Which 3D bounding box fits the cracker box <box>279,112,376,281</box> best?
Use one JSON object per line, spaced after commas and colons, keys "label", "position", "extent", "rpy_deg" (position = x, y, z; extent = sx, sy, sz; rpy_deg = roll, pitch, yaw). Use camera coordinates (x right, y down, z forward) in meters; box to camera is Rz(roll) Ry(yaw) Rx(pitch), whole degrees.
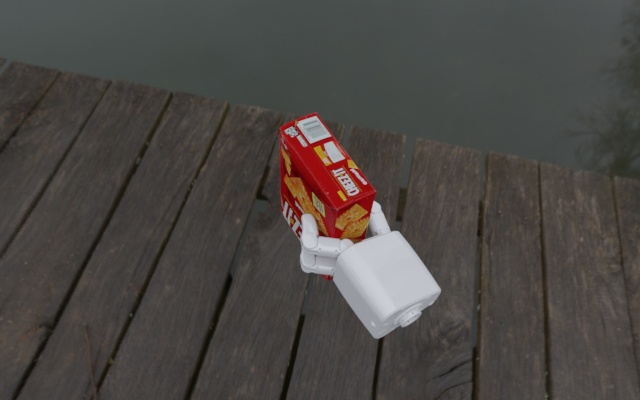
{"label": "cracker box", "position": [0.000, 0.002, 0.726], "extent": [0.072, 0.164, 0.214], "rpy_deg": [-24, -30, -19]}
